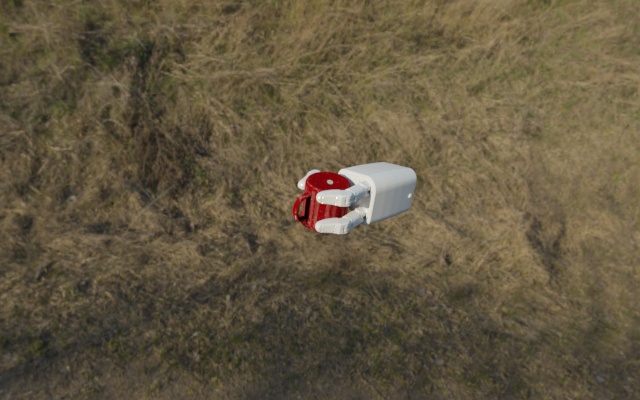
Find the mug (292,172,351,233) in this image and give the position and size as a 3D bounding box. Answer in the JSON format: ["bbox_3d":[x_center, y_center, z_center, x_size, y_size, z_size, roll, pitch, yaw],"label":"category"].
[{"bbox_3d":[-0.001,0.003,0.854,0.117,0.081,0.093,-15,36,-32],"label":"mug"}]
